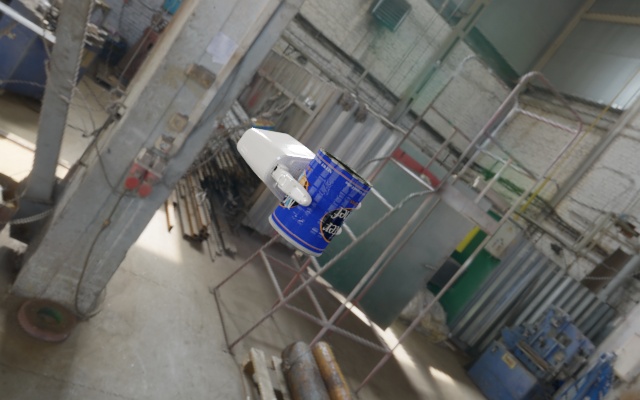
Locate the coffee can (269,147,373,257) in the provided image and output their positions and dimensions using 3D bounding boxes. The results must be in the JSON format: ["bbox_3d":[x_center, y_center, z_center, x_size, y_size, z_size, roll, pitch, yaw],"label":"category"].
[{"bbox_3d":[0.000,0.003,0.752,0.103,0.140,0.103,36,9,-7],"label":"coffee can"}]
